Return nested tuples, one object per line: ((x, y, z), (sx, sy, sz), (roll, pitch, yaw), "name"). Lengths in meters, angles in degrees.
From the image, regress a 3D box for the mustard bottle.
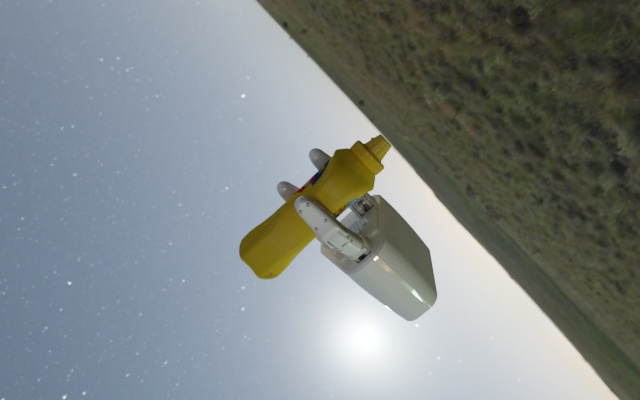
((0.000, 0.002, 0.514), (0.191, 0.058, 0.096), (-43, -1, 11), "mustard bottle")
